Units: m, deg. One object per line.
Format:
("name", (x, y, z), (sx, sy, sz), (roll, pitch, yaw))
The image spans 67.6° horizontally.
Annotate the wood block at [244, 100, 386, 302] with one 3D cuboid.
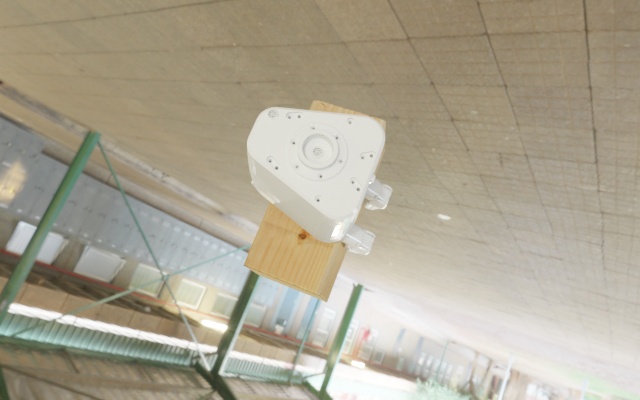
("wood block", (0.000, 0.002, 0.558), (0.091, 0.206, 0.090), (19, -13, 12))
